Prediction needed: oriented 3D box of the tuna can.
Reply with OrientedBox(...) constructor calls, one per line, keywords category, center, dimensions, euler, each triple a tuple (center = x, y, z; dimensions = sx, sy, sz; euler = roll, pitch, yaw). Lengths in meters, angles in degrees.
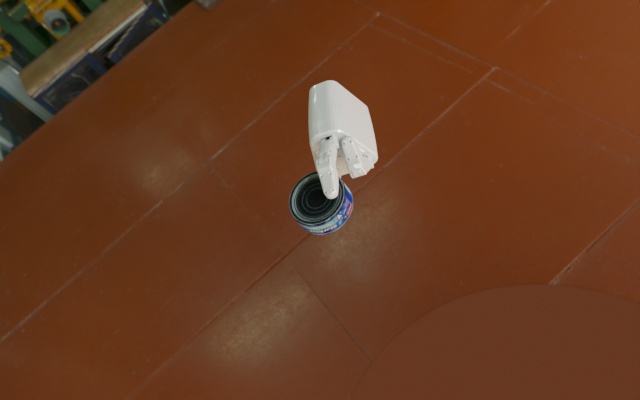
OrientedBox(category="tuna can", center=(0.000, 0.002, 0.662), dimensions=(0.086, 0.086, 0.034), euler=(0, -25, 24))
